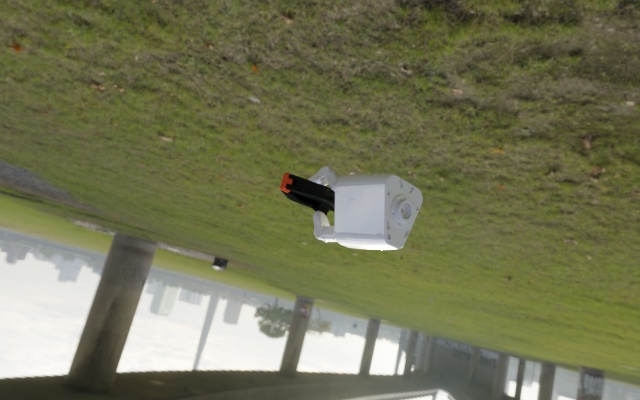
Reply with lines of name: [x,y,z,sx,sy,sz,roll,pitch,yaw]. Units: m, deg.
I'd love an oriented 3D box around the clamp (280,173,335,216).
clamp: [0.000,0.003,0.850,0.210,0.036,0.164,25,-17,-38]
